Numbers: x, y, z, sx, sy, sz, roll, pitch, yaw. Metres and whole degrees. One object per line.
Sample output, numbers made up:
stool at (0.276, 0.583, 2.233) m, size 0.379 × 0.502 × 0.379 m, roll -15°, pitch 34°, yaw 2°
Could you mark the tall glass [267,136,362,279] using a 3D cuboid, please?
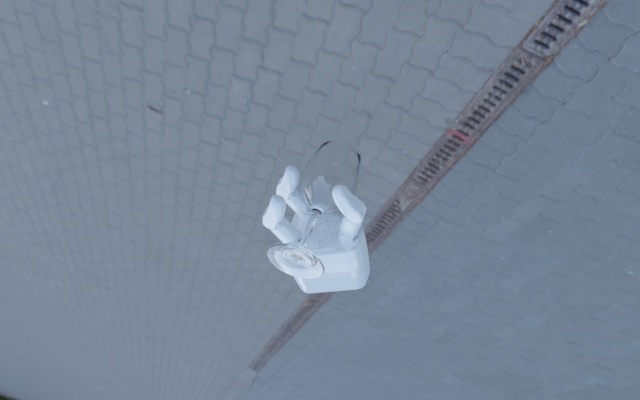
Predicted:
tall glass at (0.000, 0.003, 0.642) m, size 0.079 × 0.201 × 0.079 m, roll 14°, pitch -37°, yaw 11°
